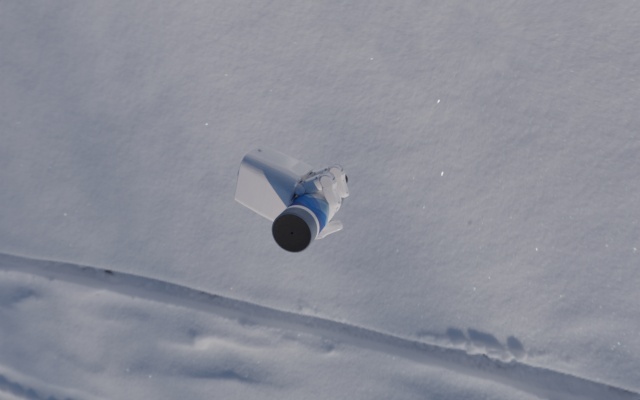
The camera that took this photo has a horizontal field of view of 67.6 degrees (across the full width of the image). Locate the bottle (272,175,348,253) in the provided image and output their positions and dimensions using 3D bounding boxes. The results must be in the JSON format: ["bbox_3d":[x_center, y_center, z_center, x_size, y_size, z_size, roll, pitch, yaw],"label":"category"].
[{"bbox_3d":[0.000,0.003,0.852,0.069,0.069,0.295,0,18,18],"label":"bottle"}]
